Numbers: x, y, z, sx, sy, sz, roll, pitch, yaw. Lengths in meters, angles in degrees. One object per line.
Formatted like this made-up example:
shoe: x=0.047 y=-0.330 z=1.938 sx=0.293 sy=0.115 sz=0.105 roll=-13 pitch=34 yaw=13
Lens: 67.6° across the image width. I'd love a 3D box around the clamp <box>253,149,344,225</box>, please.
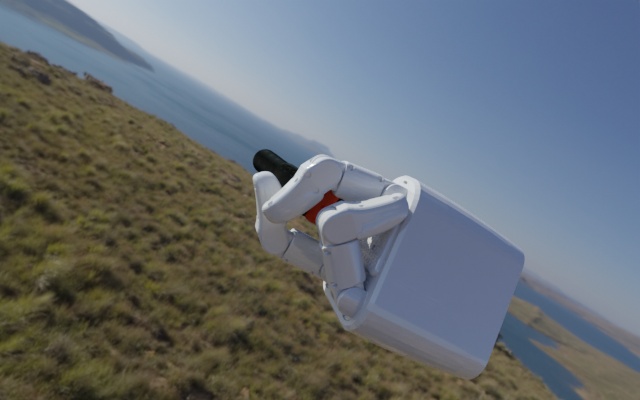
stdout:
clamp: x=0.000 y=0.001 z=0.416 sx=0.120 sy=0.039 sz=0.171 roll=28 pitch=5 yaw=-17
